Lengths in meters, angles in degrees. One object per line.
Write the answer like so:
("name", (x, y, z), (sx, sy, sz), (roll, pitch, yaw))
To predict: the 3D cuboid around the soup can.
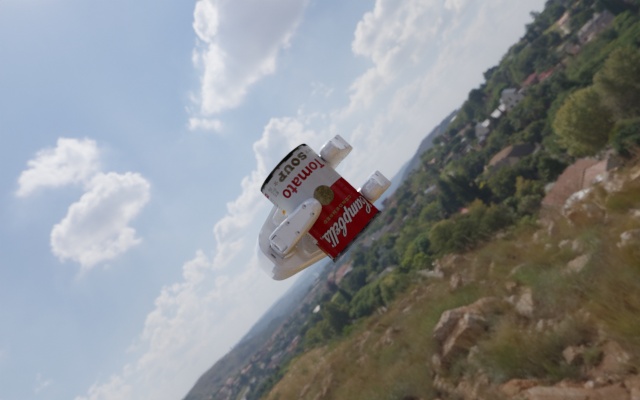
("soup can", (0.000, 0.001, 0.468), (0.102, 0.068, 0.068), (43, 4, 4))
